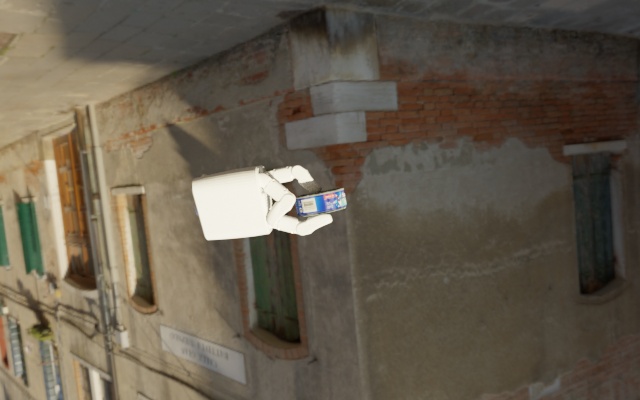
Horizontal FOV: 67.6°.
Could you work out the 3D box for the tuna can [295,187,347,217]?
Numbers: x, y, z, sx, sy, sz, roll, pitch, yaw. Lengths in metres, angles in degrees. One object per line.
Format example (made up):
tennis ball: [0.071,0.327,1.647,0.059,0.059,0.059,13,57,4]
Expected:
tuna can: [0.000,0.003,0.799,0.086,0.034,0.086,-11,3,1]
